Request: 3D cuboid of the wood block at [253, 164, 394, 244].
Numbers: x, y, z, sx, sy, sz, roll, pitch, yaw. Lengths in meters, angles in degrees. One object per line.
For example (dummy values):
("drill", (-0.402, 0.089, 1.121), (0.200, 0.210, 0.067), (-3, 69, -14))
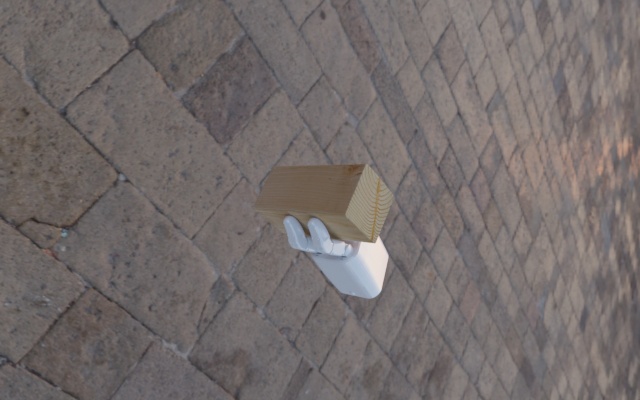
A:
("wood block", (0.001, 0.003, 0.777), (0.206, 0.090, 0.090), (2, -31, 43))
